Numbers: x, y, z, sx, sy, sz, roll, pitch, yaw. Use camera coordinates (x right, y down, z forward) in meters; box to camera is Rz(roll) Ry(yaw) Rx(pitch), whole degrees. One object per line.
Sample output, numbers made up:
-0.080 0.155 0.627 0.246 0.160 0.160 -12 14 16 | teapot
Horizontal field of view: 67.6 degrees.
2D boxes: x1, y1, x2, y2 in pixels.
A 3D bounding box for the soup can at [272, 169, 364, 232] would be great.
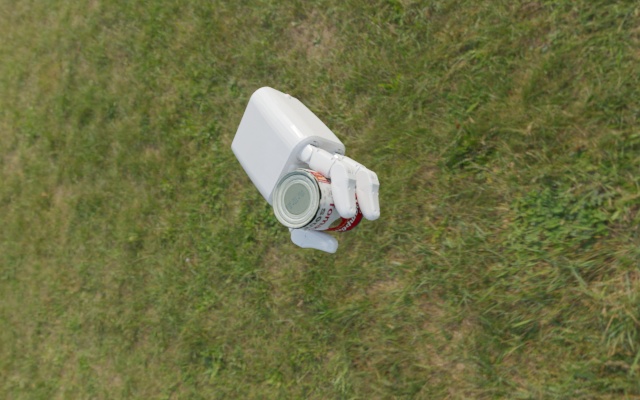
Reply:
0.000 0.002 0.560 0.068 0.068 0.102 0 -5 34 | soup can
